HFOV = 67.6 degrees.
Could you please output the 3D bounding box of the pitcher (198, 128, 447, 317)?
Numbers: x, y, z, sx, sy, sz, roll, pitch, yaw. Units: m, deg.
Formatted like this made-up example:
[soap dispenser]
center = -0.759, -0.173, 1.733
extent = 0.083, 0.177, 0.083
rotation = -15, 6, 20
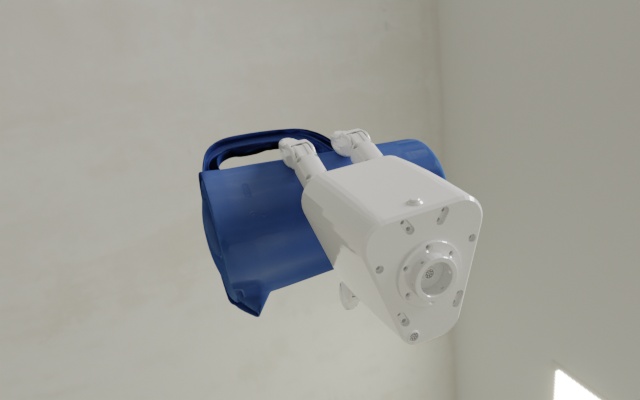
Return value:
[pitcher]
center = 0.000, 0.002, 0.497
extent = 0.243, 0.149, 0.145
rotation = -14, 21, -17
